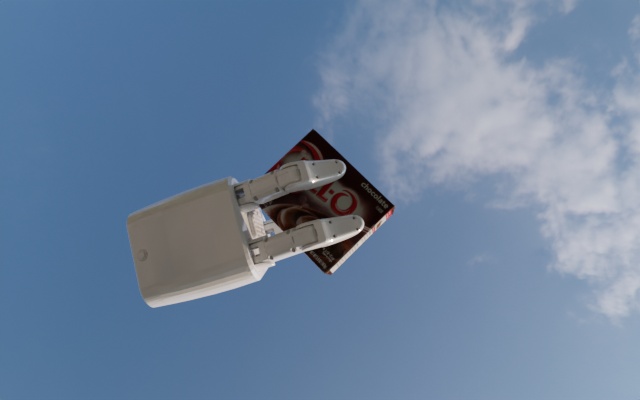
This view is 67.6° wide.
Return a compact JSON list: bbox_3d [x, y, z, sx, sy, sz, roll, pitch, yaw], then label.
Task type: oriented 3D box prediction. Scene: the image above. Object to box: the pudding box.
[{"bbox_3d":[0.000,0.002,0.458,0.113,0.090,0.039,45,-4,12],"label":"pudding box"}]
